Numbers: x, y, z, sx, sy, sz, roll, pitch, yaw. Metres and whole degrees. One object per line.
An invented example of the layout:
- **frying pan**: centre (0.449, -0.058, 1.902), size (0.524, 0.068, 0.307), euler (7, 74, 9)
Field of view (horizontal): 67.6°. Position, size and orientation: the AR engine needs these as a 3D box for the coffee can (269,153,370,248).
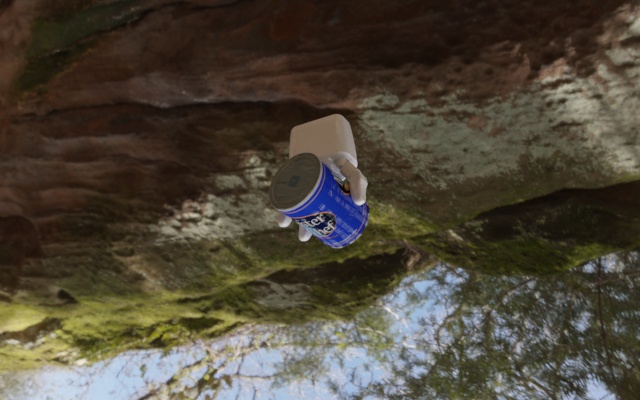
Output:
- **coffee can**: centre (0.000, 0.003, 0.776), size (0.103, 0.102, 0.140), euler (0, -29, 43)
